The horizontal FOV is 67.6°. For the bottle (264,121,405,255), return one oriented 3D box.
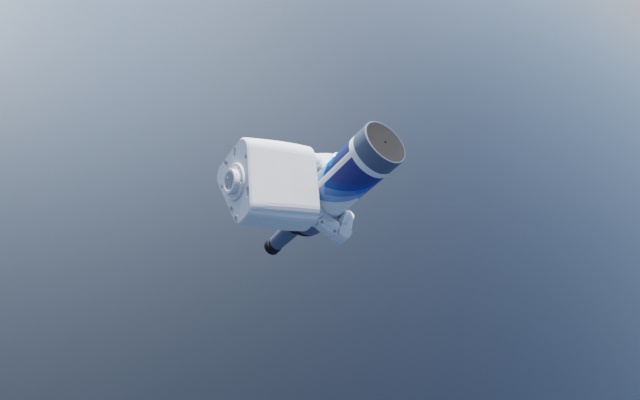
[{"bbox_3d":[0.000,0.002,0.696,0.069,0.069,0.296,0,-31,-41],"label":"bottle"}]
